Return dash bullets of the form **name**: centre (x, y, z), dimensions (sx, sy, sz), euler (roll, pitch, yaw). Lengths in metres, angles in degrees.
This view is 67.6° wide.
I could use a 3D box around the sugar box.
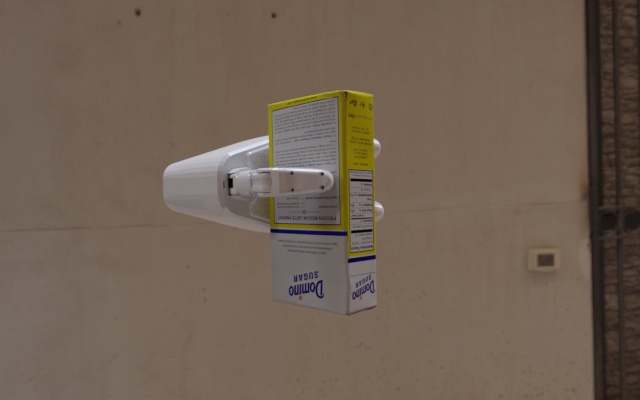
- **sugar box**: centre (0.000, 0.001, 0.409), dimensions (0.093, 0.176, 0.048), euler (0, 3, 44)
